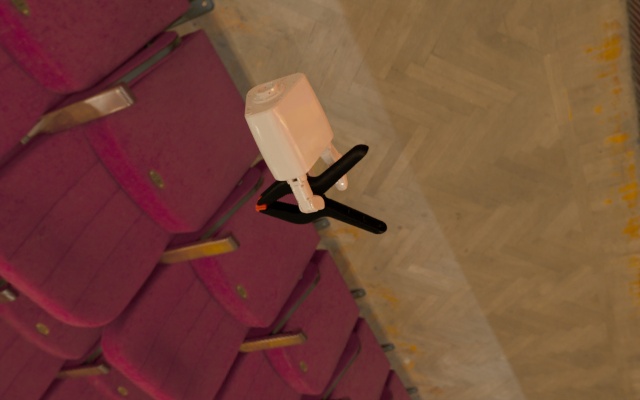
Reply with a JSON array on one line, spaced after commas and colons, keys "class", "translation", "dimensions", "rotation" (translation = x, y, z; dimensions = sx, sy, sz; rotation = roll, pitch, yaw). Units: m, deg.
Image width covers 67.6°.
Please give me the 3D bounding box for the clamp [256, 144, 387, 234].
[{"class": "clamp", "translation": [-0.001, 0.003, 0.761], "dimensions": [0.210, 0.165, 0.036], "rotation": [-12, 33, 21]}]
